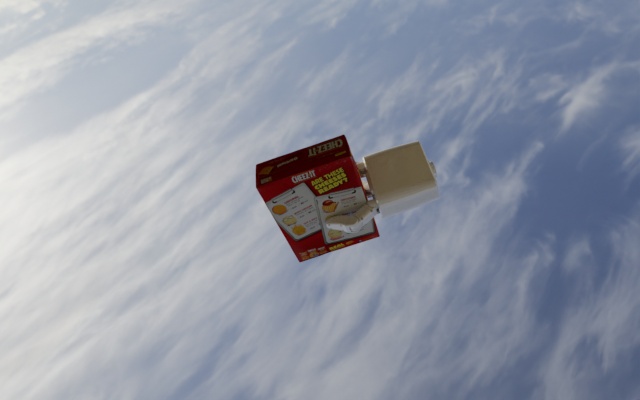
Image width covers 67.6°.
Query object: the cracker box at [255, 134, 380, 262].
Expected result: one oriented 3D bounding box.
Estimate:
[{"bbox_3d":[0.000,0.003,0.851,0.164,0.072,0.214,-18,-46,6],"label":"cracker box"}]
